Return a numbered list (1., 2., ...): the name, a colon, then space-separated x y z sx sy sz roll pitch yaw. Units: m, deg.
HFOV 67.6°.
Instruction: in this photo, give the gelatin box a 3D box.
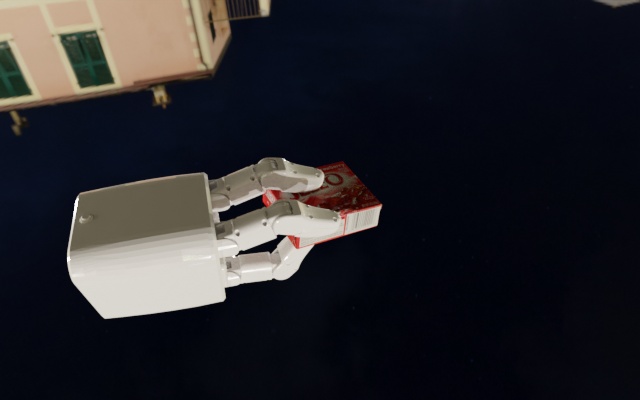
1. gelatin box: 0.000 0.002 0.445 0.089 0.030 0.073 -14 44 -25
